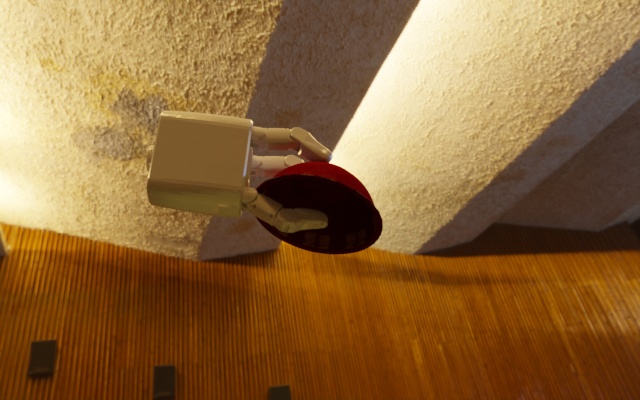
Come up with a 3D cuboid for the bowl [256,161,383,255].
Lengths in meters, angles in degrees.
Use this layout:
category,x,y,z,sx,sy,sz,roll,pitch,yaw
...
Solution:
category,x,y,z,sx,sy,sz,roll,pitch,yaw
bowl,0.001,0.002,0.589,0.162,0.055,0.162,10,-36,7
